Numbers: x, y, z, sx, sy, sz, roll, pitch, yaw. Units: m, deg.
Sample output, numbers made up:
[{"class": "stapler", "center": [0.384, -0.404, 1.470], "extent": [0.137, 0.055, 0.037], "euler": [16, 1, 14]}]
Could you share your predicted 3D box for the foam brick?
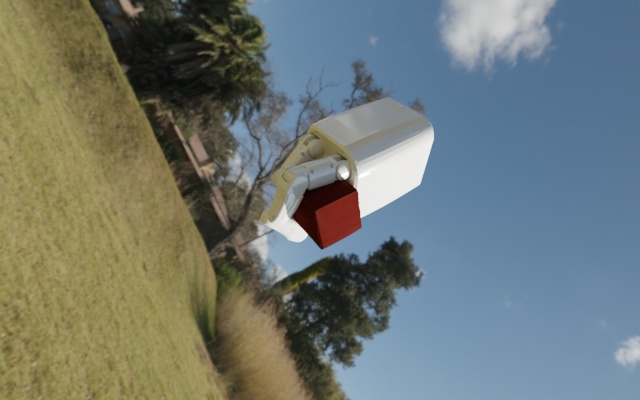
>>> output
[{"class": "foam brick", "center": [0.000, 0.002, 0.497], "extent": [0.051, 0.053, 0.078], "euler": [-25, 40, -20]}]
